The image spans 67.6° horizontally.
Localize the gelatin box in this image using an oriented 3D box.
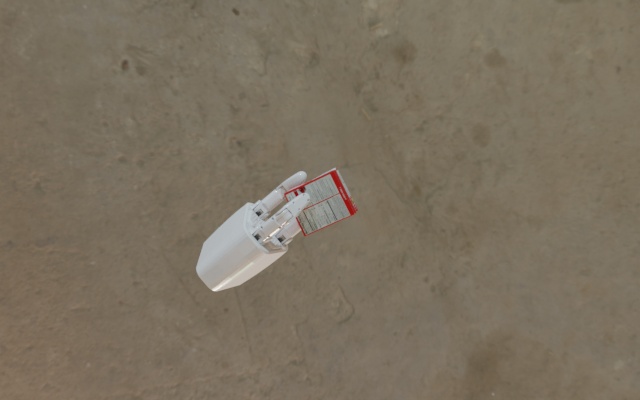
[{"bbox_3d":[0.000,0.002,0.714,0.089,0.073,0.030,-25,7,16],"label":"gelatin box"}]
